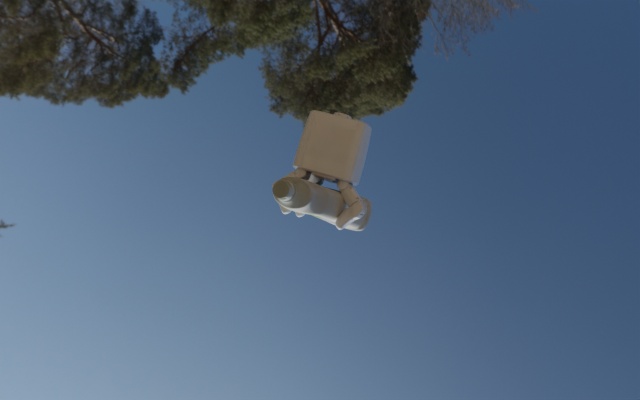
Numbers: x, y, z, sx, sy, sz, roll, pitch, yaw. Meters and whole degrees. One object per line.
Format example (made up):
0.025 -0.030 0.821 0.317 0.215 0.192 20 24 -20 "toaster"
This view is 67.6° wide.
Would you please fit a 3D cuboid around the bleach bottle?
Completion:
0.000 0.003 0.824 0.102 0.068 0.251 15 -2 26 "bleach bottle"
